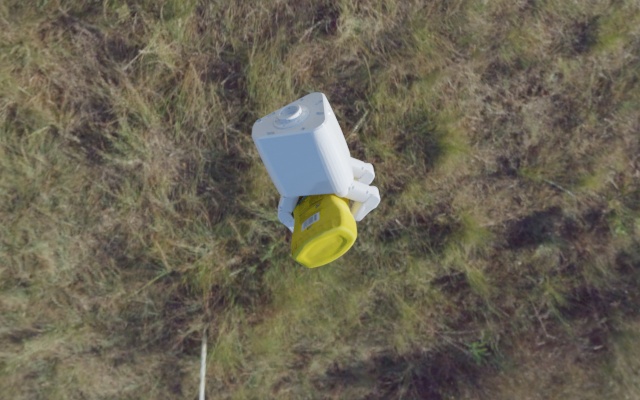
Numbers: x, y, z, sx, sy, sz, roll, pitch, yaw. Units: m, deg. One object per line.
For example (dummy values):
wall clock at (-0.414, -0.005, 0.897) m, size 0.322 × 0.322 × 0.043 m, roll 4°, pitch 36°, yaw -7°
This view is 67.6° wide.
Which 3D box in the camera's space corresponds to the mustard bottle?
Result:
mustard bottle at (0.000, 0.003, 0.708) m, size 0.096 × 0.191 × 0.058 m, roll -36°, pitch -56°, yaw 26°
